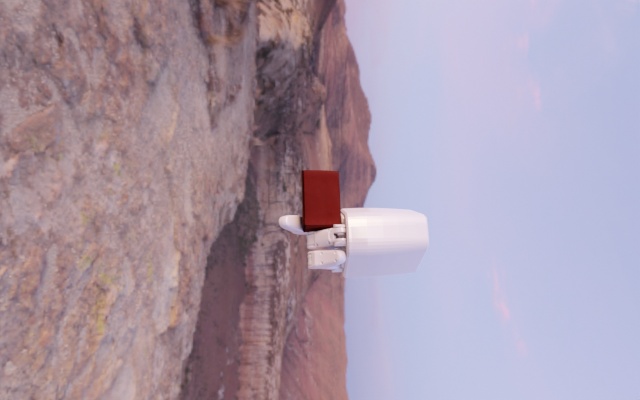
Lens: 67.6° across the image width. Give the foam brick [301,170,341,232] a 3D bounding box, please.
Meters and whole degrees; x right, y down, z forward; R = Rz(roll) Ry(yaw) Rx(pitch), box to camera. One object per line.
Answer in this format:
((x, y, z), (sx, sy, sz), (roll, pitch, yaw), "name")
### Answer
((0.000, 0.002, 0.659), (0.051, 0.078, 0.053), (-2, -13, -2), "foam brick")
